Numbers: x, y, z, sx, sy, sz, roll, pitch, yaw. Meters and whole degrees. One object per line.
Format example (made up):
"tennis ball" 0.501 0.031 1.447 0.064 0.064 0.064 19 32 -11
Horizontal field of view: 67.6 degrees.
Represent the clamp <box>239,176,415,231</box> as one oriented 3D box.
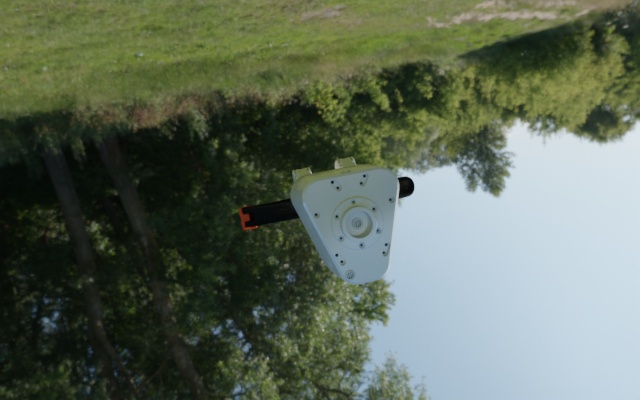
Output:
"clamp" 0.000 0.003 0.627 0.210 0.036 0.164 -12 2 -7
